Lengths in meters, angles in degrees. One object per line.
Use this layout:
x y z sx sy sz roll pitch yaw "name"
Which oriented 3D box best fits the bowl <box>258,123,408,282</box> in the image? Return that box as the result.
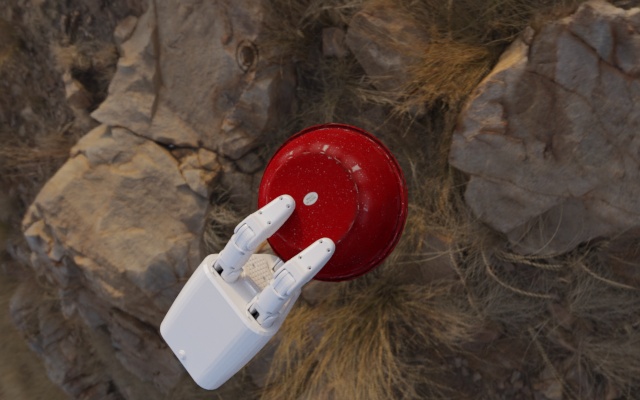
0.001 0.000 0.462 0.162 0.162 0.055 0 -1 20 "bowl"
